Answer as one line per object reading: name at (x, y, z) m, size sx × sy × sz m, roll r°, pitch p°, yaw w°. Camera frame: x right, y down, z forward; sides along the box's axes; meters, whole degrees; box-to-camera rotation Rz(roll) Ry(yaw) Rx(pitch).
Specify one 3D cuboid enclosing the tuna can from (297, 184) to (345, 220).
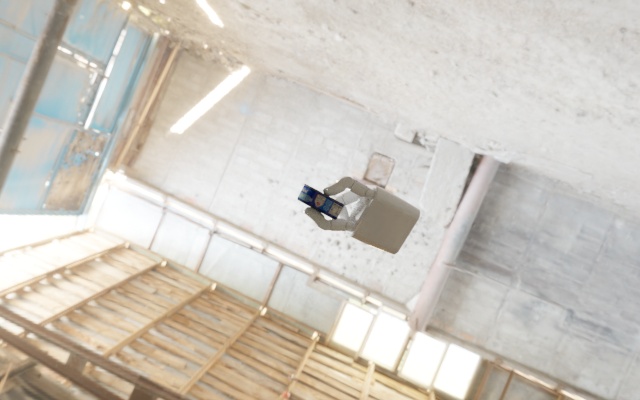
tuna can at (0.000, 0.003, 0.894) m, size 0.086 × 0.034 × 0.086 m, roll 28°, pitch 0°, yaw 0°
